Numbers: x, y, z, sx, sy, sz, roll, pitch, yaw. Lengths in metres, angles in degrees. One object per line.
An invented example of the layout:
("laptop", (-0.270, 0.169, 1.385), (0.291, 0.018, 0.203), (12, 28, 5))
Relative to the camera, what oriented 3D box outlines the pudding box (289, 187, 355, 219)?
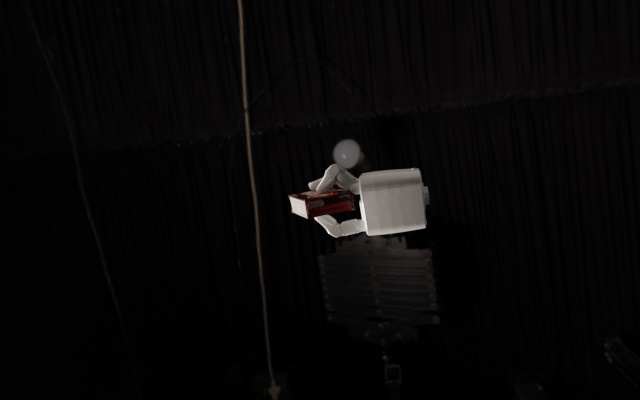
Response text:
("pudding box", (0.000, 0.003, 0.870), (0.090, 0.039, 0.113), (-10, 6, -17))
